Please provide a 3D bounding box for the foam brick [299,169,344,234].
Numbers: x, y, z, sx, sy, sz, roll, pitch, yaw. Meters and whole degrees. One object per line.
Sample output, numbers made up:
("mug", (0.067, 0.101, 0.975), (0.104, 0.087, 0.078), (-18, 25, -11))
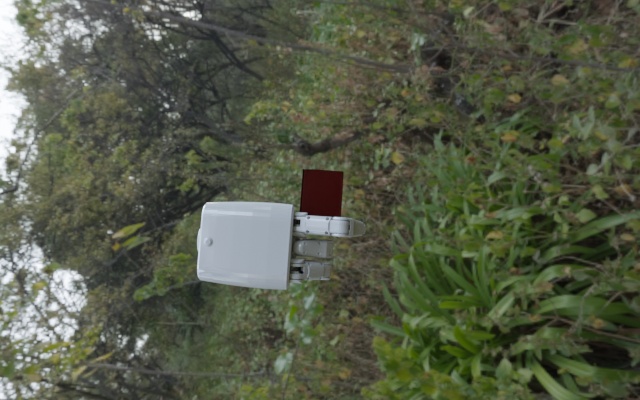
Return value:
("foam brick", (0.000, 0.002, 0.596), (0.051, 0.078, 0.053), (4, -4, 0))
